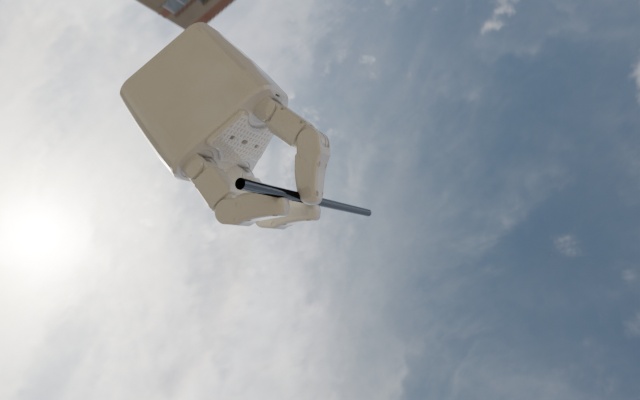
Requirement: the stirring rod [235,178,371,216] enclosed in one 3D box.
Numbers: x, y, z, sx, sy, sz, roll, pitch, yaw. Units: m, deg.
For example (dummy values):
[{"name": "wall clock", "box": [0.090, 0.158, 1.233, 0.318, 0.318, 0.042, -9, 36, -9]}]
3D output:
[{"name": "stirring rod", "box": [0.000, 0.001, 0.417, 0.011, 0.011, 0.239, 0, -6, 26]}]
